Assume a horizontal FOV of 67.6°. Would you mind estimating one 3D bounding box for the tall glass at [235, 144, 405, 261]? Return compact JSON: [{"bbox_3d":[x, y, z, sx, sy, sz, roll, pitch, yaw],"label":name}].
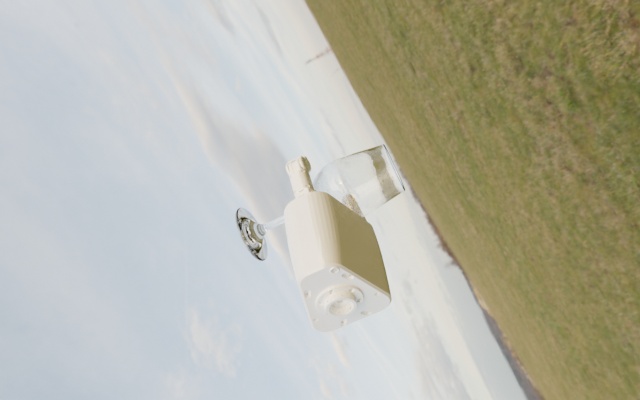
[{"bbox_3d":[-0.001,0.002,0.589,0.201,0.079,0.079,-25,-5,11],"label":"tall glass"}]
